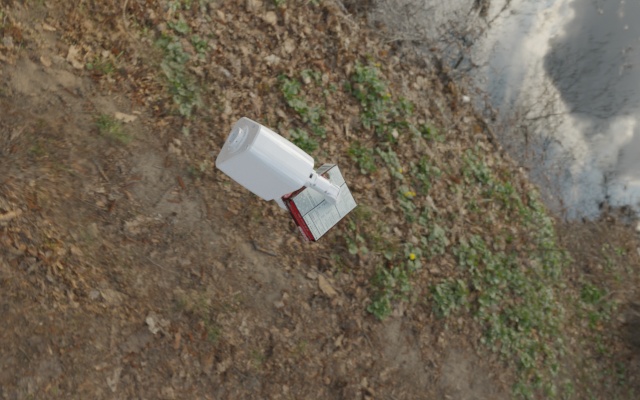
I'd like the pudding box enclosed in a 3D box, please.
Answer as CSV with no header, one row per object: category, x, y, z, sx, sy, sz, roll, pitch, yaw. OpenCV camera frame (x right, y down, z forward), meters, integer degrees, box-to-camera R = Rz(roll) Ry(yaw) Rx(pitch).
pudding box,0.000,0.003,0.810,0.113,0.090,0.039,-38,23,-27
